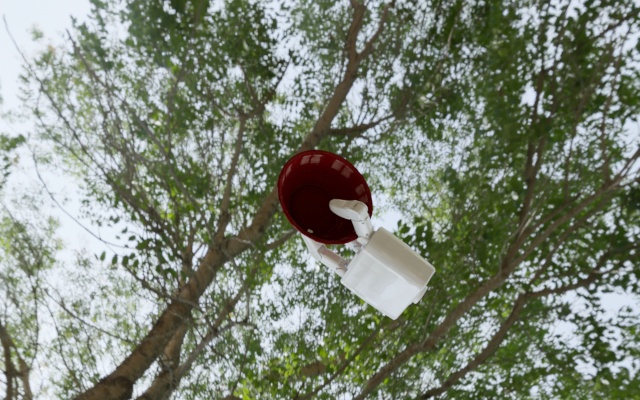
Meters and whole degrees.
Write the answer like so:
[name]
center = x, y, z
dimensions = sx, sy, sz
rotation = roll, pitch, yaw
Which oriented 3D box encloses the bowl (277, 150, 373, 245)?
[bowl]
center = -0.001, 0.002, 0.756
dimensions = 0.162, 0.162, 0.055
rotation = 0, -24, -26
